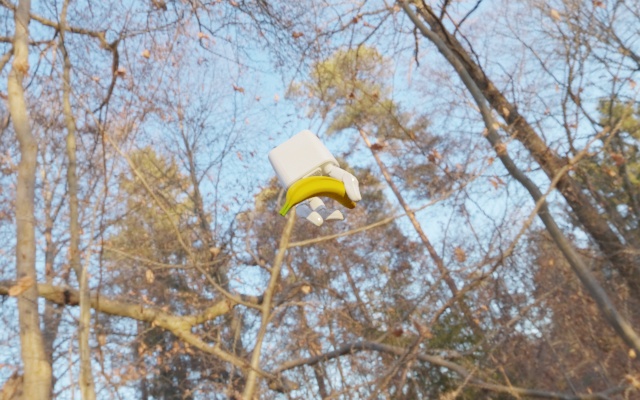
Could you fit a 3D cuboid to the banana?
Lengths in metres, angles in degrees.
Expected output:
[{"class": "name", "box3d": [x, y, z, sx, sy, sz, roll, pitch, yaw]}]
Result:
[{"class": "banana", "box3d": [0.004, -0.013, 0.885, 0.198, 0.070, 0.037, -3, 35, -44]}]
